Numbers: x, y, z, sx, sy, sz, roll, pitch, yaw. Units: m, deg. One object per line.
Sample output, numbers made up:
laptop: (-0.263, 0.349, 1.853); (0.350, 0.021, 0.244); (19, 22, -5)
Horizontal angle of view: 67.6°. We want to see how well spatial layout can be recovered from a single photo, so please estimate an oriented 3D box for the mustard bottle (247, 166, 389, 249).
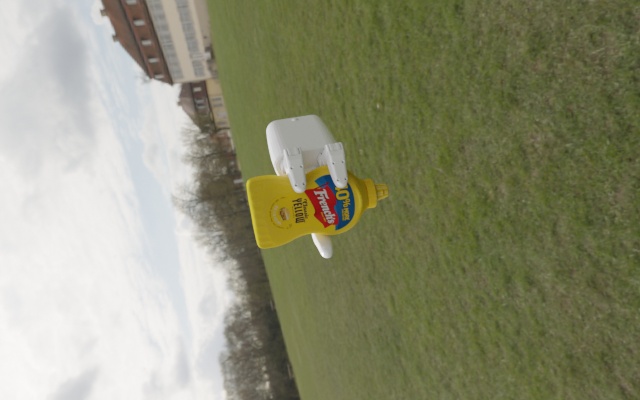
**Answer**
mustard bottle: (0.000, 0.002, 0.656); (0.191, 0.096, 0.058); (-10, 14, -9)
